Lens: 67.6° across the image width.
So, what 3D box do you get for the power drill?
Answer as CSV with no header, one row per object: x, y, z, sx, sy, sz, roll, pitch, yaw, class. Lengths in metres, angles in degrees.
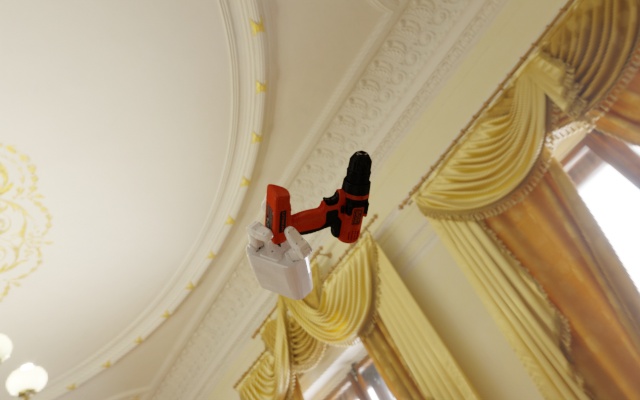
0.000,0.003,0.840,0.187,0.184,0.057,-5,30,-22,power drill
